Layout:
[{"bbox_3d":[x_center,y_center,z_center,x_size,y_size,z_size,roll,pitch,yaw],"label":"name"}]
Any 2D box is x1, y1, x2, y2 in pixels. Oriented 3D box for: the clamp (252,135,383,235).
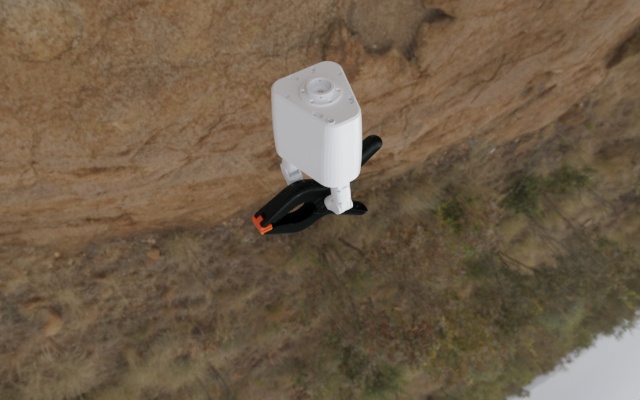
[{"bbox_3d":[0.000,0.003,0.710,0.210,0.036,0.165,-28,-35,-18],"label":"clamp"}]
